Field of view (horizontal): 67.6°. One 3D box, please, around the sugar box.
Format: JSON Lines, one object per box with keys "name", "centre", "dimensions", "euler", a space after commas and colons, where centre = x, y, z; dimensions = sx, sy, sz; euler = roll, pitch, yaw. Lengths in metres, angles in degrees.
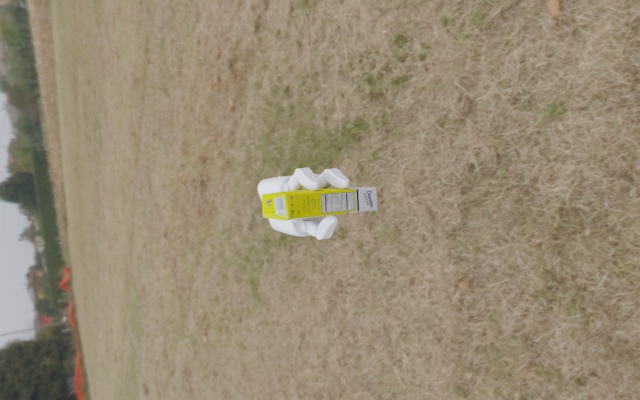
{"name": "sugar box", "centre": [0.000, 0.002, 0.806], "dimensions": [0.176, 0.048, 0.093], "euler": [-8, 5, -31]}
